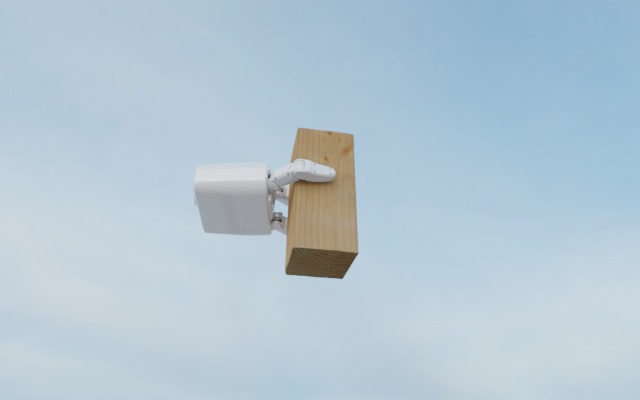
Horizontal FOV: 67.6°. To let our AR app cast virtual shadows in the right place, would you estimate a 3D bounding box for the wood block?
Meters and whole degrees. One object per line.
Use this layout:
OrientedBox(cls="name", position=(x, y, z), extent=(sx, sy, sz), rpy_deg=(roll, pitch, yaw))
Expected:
OrientedBox(cls="wood block", position=(0.000, 0.002, 0.714), extent=(0.090, 0.206, 0.091), rpy_deg=(6, -33, -9))
